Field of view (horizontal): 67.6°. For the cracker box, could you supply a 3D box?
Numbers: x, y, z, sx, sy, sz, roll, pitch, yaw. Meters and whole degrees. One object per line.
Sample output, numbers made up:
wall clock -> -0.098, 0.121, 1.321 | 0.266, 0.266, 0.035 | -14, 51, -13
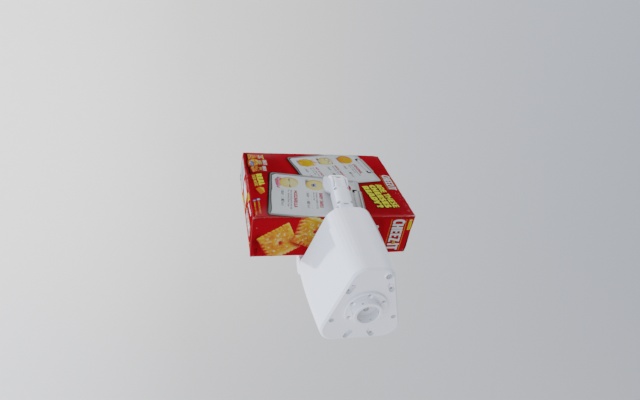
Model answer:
cracker box -> 0.000, 0.002, 0.674 | 0.214, 0.072, 0.164 | 0, 34, -15
